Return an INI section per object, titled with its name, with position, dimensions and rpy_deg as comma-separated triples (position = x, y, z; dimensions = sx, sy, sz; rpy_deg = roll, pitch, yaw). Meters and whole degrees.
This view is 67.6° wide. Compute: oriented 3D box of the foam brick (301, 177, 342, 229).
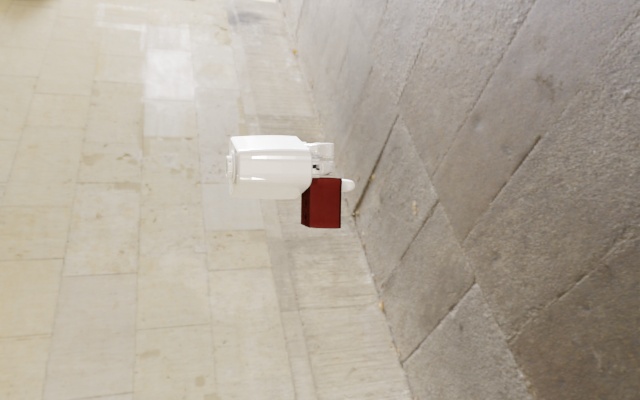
[foam brick]
position = 0.000, 0.003, 0.739
dimensions = 0.051, 0.078, 0.053
rpy_deg = -1, 4, -18
